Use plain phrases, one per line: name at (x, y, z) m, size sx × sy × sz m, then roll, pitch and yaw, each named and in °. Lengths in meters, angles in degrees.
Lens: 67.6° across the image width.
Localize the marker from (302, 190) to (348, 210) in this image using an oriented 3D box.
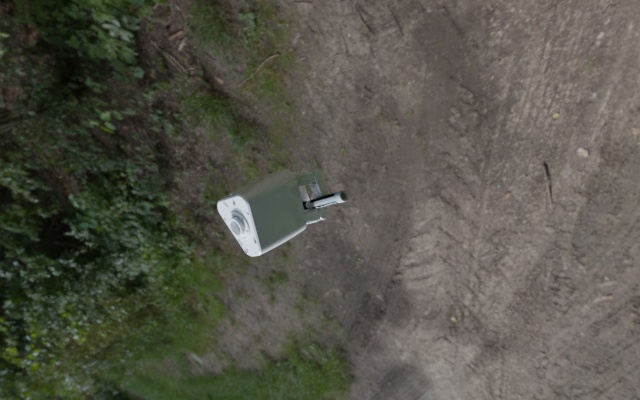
marker at (0.000, 0.003, 0.821) m, size 0.020 × 0.020 × 0.121 m, roll 0°, pitch -10°, yaw -40°
